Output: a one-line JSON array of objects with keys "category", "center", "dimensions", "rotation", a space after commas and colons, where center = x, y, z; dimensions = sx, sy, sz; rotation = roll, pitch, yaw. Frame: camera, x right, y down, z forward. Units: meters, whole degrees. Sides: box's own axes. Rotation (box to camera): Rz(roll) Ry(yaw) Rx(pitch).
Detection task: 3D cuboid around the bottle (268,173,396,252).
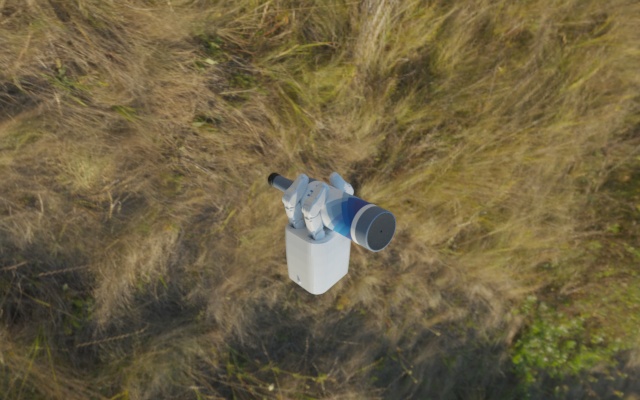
[{"category": "bottle", "center": [0.000, 0.003, 0.832], "dimensions": [0.069, 0.069, 0.295], "rotation": [0, 18, -42]}]
